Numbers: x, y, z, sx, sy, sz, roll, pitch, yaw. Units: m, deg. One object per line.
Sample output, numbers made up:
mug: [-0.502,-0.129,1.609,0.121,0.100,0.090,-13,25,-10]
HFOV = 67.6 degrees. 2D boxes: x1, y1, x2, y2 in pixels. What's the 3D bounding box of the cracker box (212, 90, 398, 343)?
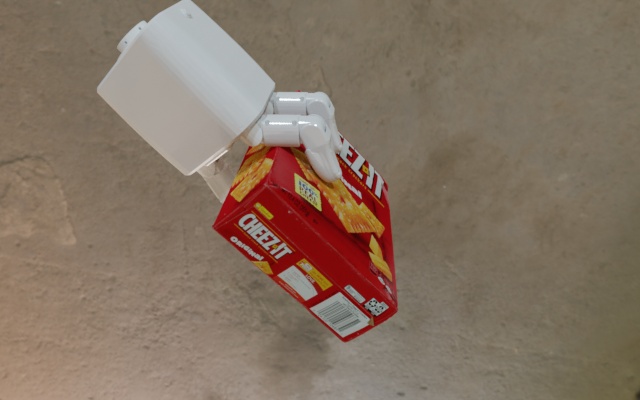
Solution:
cracker box: [0.000,0.002,0.469,0.072,0.164,0.213,-35,23,24]
